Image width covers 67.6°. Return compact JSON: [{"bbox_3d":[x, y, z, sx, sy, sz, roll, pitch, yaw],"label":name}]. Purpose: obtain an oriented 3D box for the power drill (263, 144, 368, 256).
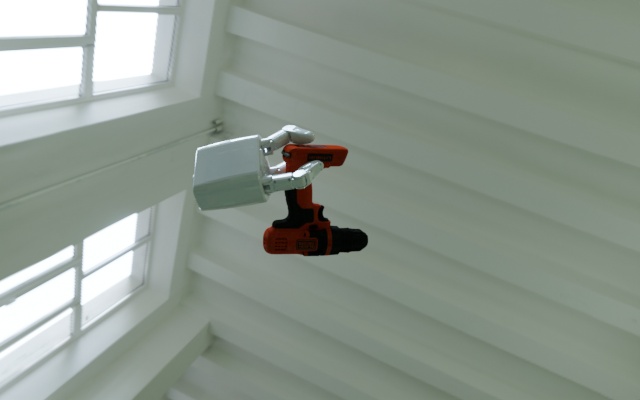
[{"bbox_3d":[0.000,0.002,0.794,0.184,0.188,0.057,0,12,-19],"label":"power drill"}]
